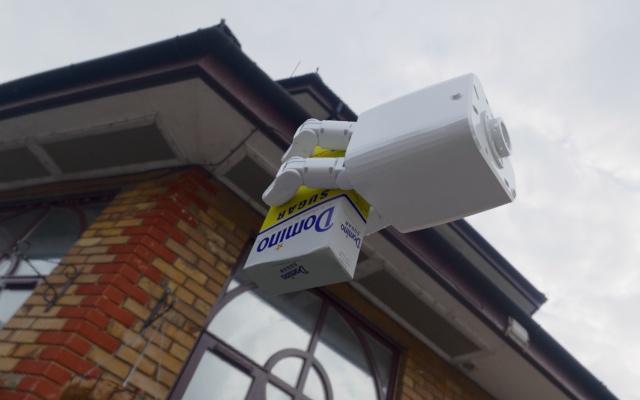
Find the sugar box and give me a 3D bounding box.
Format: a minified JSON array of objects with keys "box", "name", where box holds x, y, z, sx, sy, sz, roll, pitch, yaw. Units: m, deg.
[{"box":[0.000,0.001,0.450,0.093,0.048,0.176,-18,33,32],"name":"sugar box"}]
